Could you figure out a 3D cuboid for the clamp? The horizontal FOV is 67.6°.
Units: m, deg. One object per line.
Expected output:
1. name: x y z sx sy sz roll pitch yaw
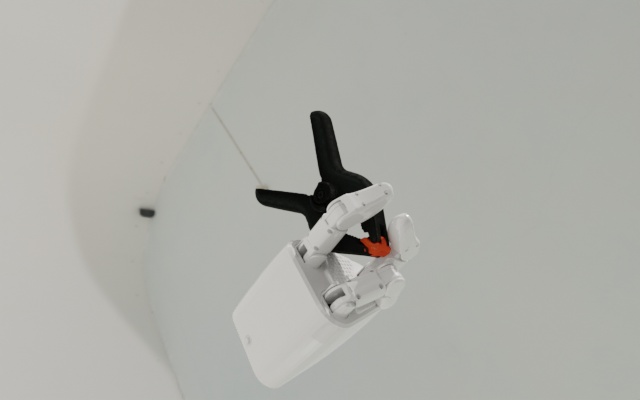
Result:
1. clamp: 0.001 0.002 0.479 0.039 0.171 0.120 14 -55 -47
